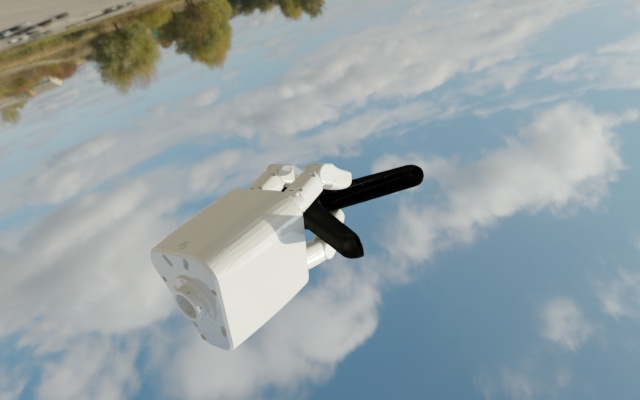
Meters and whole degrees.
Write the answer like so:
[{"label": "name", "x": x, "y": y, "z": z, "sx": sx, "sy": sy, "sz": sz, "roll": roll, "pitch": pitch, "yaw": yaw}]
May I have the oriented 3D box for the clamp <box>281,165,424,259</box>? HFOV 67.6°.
[{"label": "clamp", "x": 0.000, "y": 0.003, "z": 0.524, "sx": 0.210, "sy": 0.036, "sz": 0.164, "roll": 4, "pitch": 29, "yaw": 40}]
